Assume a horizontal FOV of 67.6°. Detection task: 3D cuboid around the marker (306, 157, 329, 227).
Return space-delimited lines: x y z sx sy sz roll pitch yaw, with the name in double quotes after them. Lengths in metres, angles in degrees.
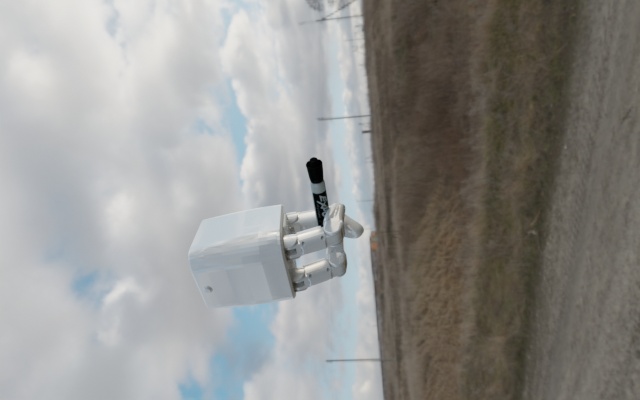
0.000 0.002 0.561 0.020 0.121 0.020 -6 38 5 "marker"
